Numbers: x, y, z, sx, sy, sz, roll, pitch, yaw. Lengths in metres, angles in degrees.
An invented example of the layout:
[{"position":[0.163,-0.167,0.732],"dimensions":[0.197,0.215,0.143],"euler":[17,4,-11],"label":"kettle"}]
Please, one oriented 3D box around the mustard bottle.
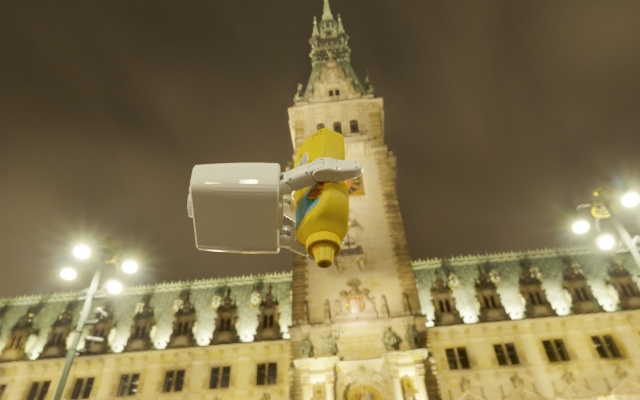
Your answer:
[{"position":[0.000,0.002,0.611],"dimensions":[0.058,0.191,0.096],"euler":[19,-46,-22],"label":"mustard bottle"}]
